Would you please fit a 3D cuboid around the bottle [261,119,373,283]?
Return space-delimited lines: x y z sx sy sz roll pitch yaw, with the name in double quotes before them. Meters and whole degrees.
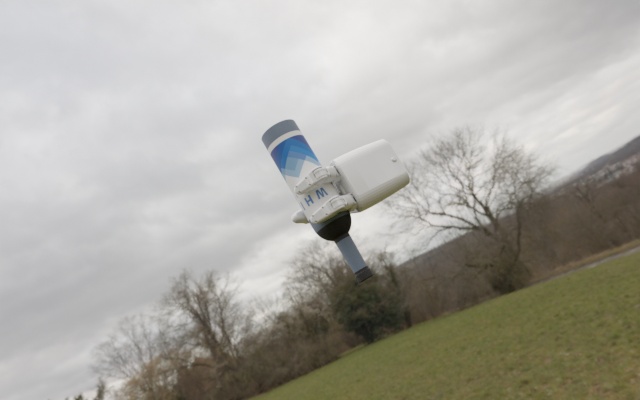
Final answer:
"bottle" 0.000 0.002 0.796 0.069 0.295 0.069 -29 -12 -7
